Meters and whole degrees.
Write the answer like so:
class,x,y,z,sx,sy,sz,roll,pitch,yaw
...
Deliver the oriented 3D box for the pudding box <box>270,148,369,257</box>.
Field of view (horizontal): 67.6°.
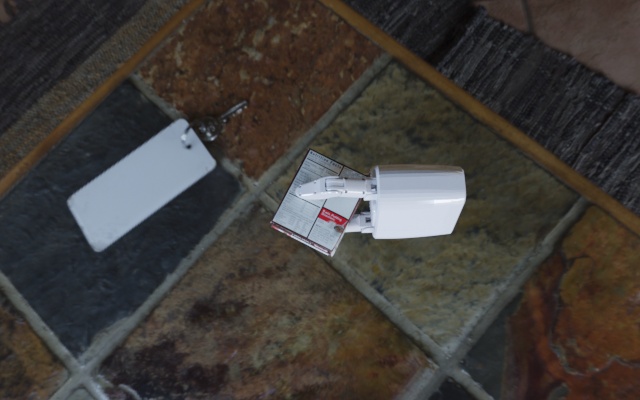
class,x,y,z,sx,sy,sz,roll,pitch,yaw
pudding box,0.000,0.002,0.612,0.090,0.113,0.039,26,-13,6
